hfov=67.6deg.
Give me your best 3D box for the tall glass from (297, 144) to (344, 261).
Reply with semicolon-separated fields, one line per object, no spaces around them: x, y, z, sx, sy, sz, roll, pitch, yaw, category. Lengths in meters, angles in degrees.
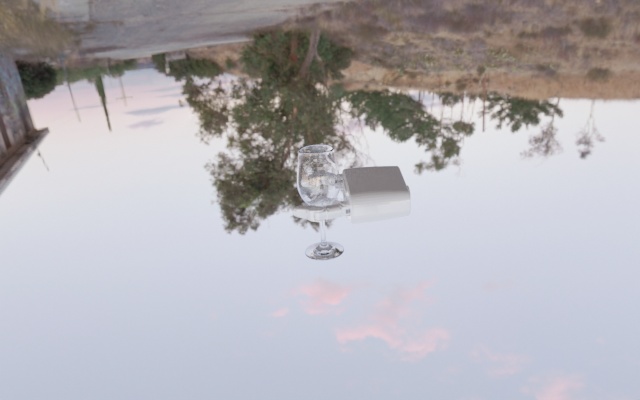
0.000;0.004;0.865;0.079;0.201;0.079;-4;21;2;tall glass
